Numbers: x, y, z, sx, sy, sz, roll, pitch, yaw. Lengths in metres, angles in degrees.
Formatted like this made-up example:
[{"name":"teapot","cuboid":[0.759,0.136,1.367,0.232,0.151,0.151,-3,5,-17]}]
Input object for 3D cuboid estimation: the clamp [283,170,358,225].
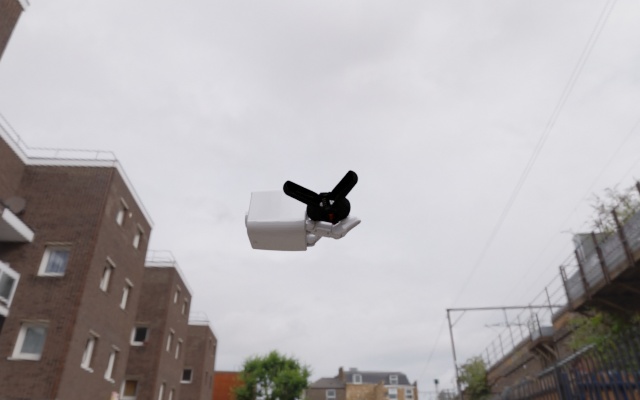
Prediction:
[{"name":"clamp","cuboid":[0.000,0.002,0.816,0.120,0.039,0.172,0,-30,1]}]
